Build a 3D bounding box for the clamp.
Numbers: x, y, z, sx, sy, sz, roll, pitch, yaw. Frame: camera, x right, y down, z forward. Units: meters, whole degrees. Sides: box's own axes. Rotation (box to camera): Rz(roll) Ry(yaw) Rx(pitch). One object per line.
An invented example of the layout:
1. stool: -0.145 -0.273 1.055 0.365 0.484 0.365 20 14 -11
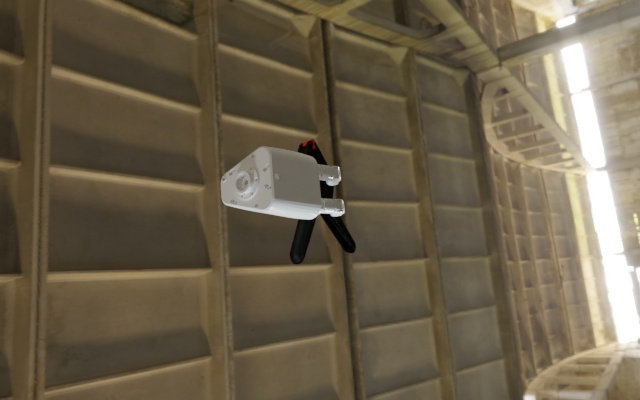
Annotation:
1. clamp: -0.001 0.002 0.812 0.036 0.210 0.164 -13 -13 36
